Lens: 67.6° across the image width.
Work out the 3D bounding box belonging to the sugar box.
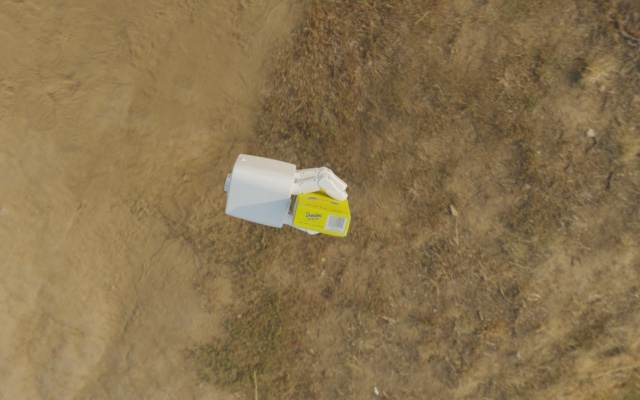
[{"bbox_3d":[0.000,0.002,0.861,0.093,0.048,0.176,13,22,-7],"label":"sugar box"}]
